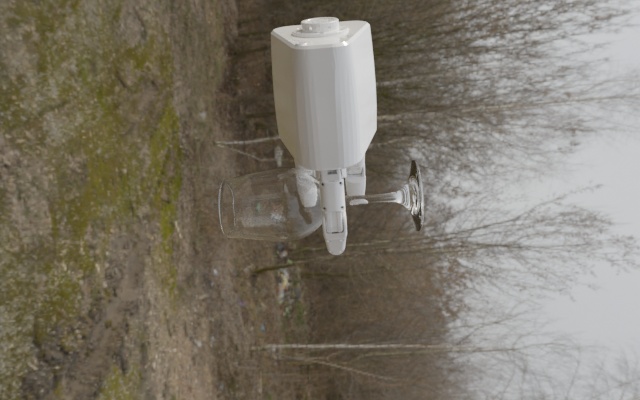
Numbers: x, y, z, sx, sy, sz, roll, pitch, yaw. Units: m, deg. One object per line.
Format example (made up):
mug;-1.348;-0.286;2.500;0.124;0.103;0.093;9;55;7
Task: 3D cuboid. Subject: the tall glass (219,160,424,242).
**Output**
tall glass;0.001;0.002;0.497;0.201;0.079;0.079;-4;0;2
